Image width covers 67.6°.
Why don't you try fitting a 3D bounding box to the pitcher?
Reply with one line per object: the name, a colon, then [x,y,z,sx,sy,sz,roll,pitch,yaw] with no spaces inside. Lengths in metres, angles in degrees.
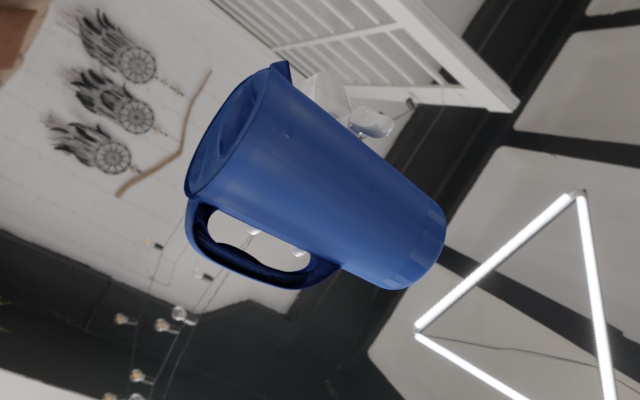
pitcher: [0.000,0.001,0.457,0.243,0.149,0.145,32,30,-26]
